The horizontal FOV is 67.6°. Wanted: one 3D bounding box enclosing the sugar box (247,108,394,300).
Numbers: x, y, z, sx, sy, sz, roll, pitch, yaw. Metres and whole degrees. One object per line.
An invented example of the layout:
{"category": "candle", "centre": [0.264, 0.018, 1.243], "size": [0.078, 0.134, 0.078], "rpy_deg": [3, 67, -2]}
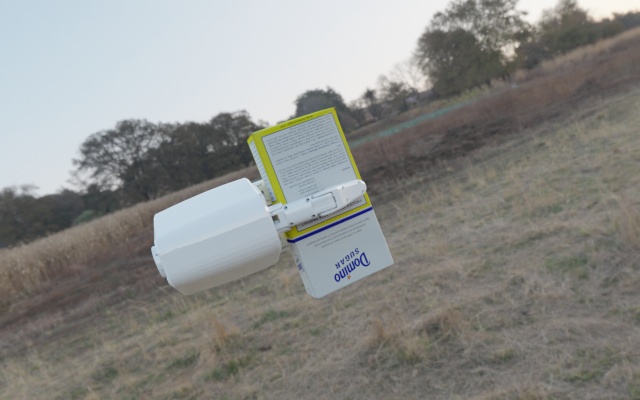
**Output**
{"category": "sugar box", "centre": [0.000, 0.002, 0.495], "size": [0.093, 0.176, 0.048], "rpy_deg": [-21, 5, -15]}
